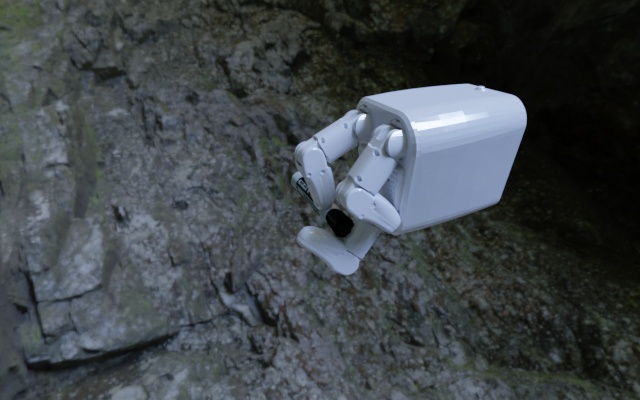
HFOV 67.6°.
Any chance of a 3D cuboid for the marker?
[{"bbox_3d":[0.000,0.001,0.441,0.020,0.020,0.121,0,22,-23],"label":"marker"}]
